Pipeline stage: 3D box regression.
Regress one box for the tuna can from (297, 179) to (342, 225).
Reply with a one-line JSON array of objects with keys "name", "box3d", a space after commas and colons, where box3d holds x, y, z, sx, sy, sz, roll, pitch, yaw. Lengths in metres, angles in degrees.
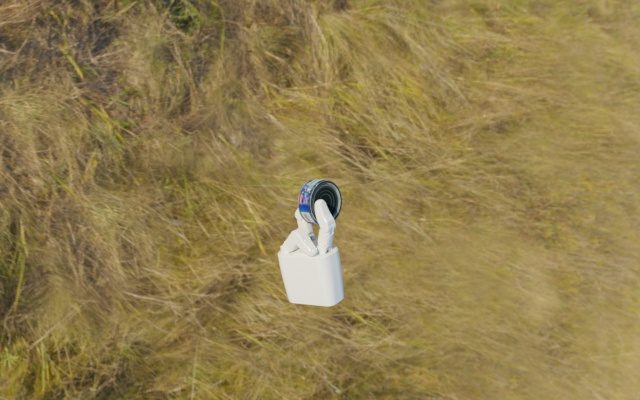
[{"name": "tuna can", "box3d": [0.001, 0.003, 0.887, 0.086, 0.086, 0.034, 0, 3, -43]}]
